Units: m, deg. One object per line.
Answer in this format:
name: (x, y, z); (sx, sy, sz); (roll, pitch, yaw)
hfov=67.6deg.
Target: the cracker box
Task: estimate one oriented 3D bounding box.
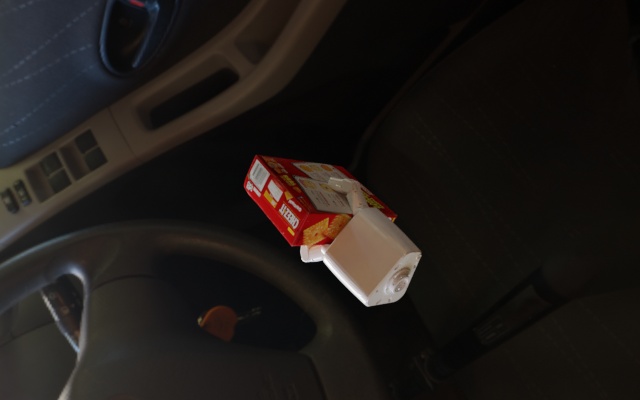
cracker box: (0.000, 0.003, 0.812); (0.214, 0.072, 0.164); (4, 32, -45)
